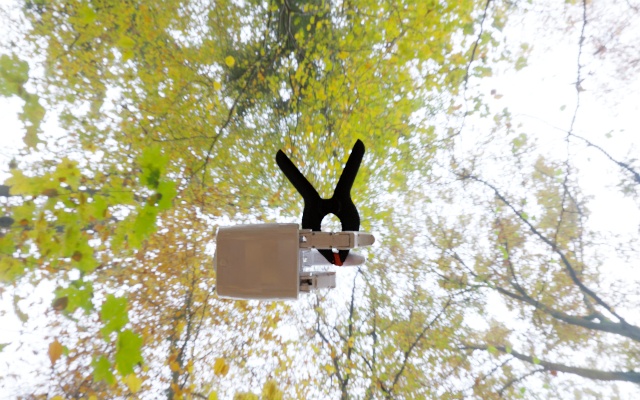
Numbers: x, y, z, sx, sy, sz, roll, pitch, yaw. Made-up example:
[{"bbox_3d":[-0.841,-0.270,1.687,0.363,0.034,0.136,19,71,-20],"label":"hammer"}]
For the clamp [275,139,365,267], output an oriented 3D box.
[{"bbox_3d":[0.000,0.002,0.637,0.120,0.171,0.039,0,-3,0],"label":"clamp"}]
